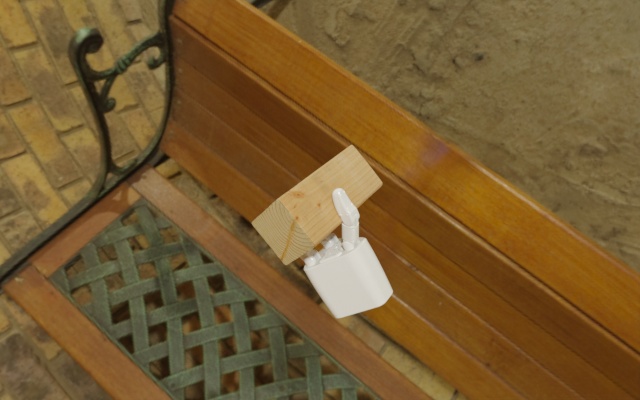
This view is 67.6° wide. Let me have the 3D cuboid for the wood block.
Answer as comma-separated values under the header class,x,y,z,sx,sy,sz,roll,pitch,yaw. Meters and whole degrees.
class,x,y,z,sx,sy,sz,roll,pitch,yaw
wood block,0.000,0.003,0.785,0.206,0.090,0.091,-40,2,-43
